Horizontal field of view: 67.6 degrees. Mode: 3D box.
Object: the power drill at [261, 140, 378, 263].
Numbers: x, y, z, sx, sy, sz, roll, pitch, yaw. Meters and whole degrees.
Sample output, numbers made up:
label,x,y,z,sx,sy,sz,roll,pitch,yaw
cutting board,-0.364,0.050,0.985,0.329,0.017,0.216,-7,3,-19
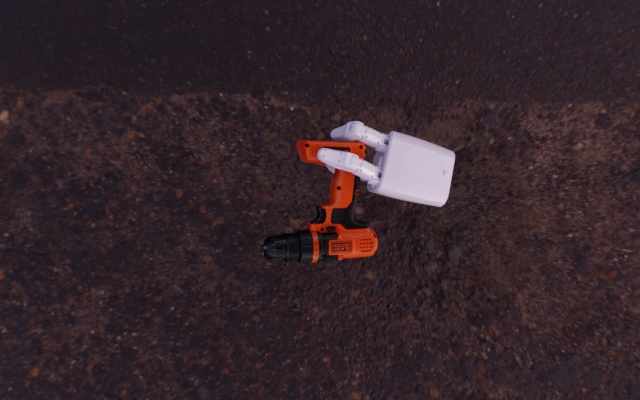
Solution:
label,x,y,z,sx,sy,sz,roll,pitch,yaw
power drill,0.000,0.002,0.733,0.184,0.188,0.057,-2,8,-19
